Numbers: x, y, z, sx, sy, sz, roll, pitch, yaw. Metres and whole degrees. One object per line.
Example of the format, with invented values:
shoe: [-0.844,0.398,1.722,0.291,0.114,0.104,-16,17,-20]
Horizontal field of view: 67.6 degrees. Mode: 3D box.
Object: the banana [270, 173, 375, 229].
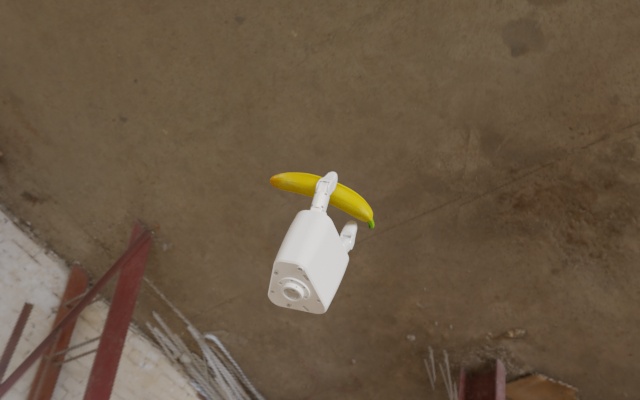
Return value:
banana: [0.009,-0.007,0.801,0.198,0.037,0.070,26,-43,0]
